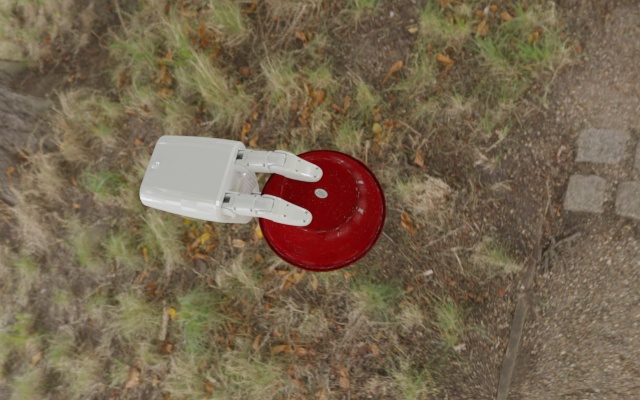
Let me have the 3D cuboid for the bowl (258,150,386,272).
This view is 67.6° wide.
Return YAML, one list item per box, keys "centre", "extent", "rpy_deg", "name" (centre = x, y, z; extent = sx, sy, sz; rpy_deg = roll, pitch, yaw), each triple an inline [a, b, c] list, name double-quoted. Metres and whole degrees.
- centre: [0.001, 0.002, 0.575]
  extent: [0.162, 0.162, 0.055]
  rpy_deg: [0, -19, 3]
  name: "bowl"
